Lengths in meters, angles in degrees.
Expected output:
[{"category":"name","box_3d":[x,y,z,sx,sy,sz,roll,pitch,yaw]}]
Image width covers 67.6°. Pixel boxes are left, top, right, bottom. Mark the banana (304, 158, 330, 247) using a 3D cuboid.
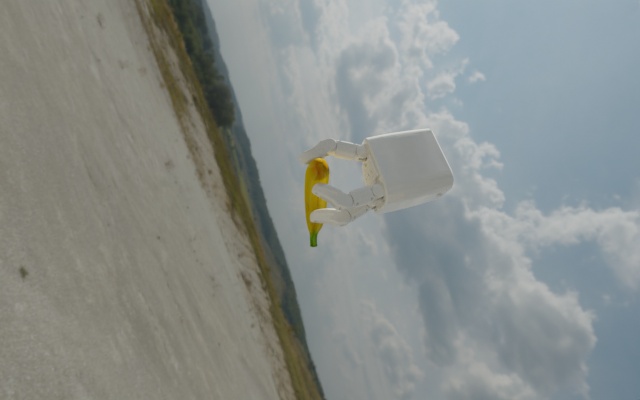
[{"category":"banana","box_3d":[-0.004,-0.009,0.747,0.037,0.069,0.198,-9,-39,-9]}]
